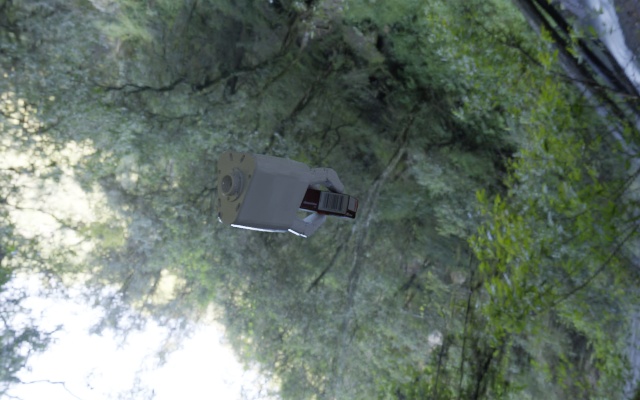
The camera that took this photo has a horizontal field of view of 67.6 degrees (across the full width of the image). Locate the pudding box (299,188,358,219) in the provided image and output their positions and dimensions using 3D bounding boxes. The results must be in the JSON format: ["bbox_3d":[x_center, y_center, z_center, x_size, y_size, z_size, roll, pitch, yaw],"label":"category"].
[{"bbox_3d":[0.000,0.003,0.802,0.113,0.039,0.090,12,-1,14],"label":"pudding box"}]
